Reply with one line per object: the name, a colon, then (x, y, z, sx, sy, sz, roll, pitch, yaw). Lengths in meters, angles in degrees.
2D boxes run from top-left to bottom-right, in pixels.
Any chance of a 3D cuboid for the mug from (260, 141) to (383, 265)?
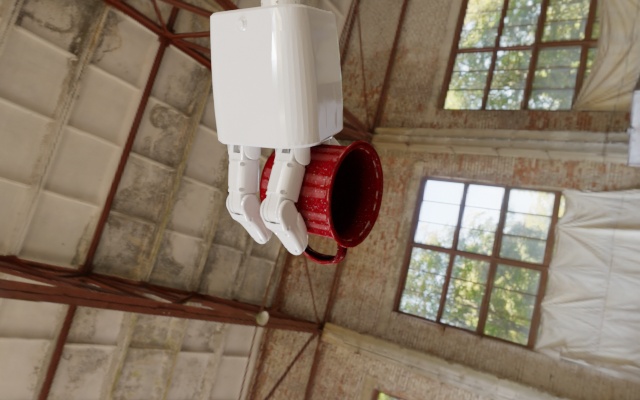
mug: (0.000, 0.003, 0.437, 0.081, 0.117, 0.093, 9, 19, 34)
